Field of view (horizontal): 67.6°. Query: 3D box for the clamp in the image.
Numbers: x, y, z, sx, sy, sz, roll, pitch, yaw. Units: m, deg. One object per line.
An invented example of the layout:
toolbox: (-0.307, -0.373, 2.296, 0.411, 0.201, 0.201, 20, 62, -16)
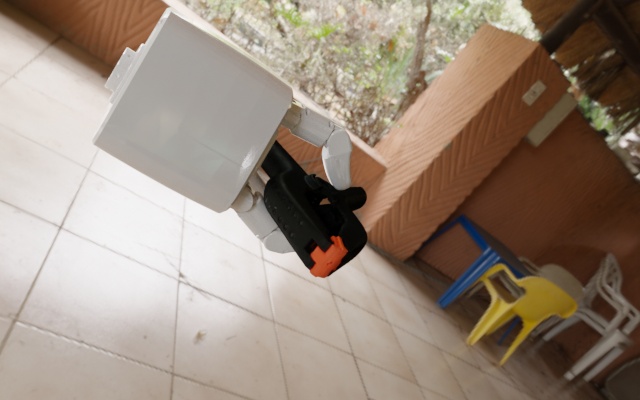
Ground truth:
clamp: (0.000, 0.001, 0.419, 0.164, 0.036, 0.210, 29, 19, -27)
